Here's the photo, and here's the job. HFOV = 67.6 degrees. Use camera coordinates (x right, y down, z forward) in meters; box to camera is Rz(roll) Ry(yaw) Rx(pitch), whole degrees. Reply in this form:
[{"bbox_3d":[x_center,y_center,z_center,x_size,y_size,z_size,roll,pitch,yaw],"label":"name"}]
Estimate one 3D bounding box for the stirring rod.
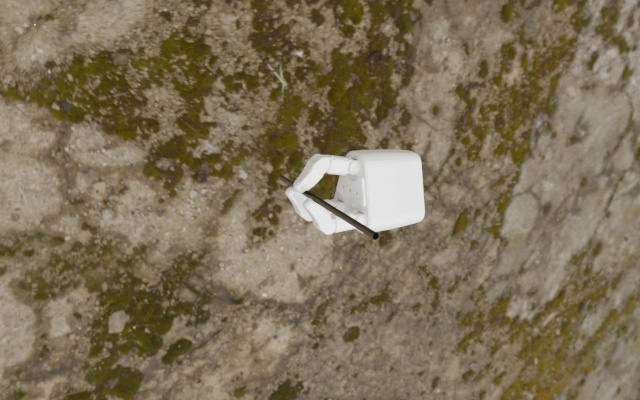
[{"bbox_3d":[0.000,0.002,0.606,0.011,0.011,0.239,0,17,-31],"label":"stirring rod"}]
